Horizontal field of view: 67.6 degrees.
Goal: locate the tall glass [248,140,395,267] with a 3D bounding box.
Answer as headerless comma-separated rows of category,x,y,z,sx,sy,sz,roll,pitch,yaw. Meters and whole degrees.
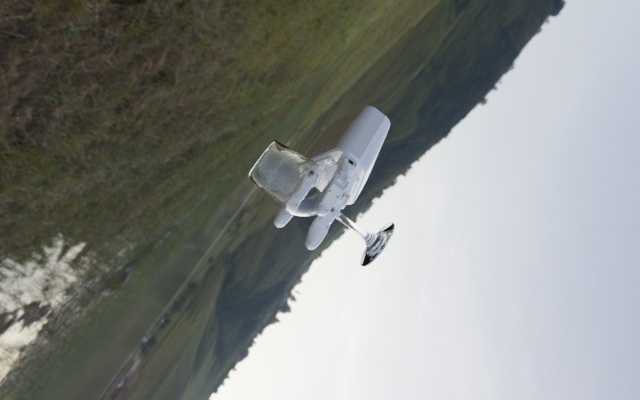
tall glass,0.001,0.003,0.648,0.201,0.079,0.079,36,-5,-7
